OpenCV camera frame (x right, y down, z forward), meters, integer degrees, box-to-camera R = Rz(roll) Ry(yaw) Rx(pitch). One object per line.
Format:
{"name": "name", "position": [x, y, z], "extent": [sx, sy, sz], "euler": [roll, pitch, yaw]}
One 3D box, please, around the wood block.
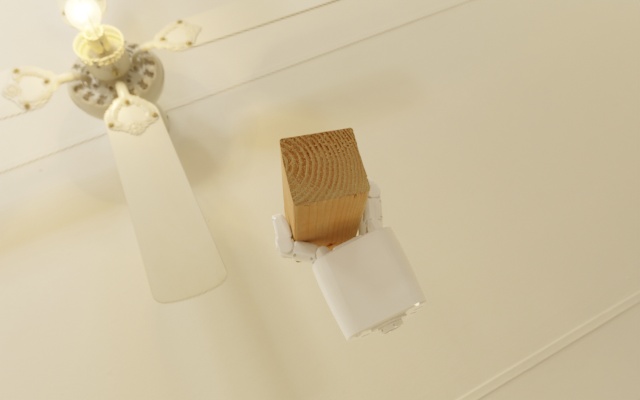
{"name": "wood block", "position": [0.000, 0.003, 0.635], "extent": [0.091, 0.090, 0.206], "euler": [-11, -24, -8]}
